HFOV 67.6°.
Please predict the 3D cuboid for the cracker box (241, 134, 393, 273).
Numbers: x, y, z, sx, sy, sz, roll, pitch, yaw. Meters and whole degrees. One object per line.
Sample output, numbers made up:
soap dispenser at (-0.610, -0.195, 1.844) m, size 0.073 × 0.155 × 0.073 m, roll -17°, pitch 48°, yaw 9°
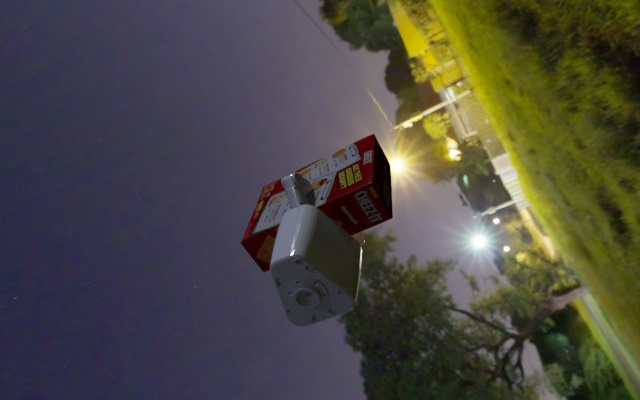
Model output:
cracker box at (0.000, 0.002, 0.721) m, size 0.214 × 0.072 × 0.164 m, roll -24°, pitch 25°, yaw 20°
